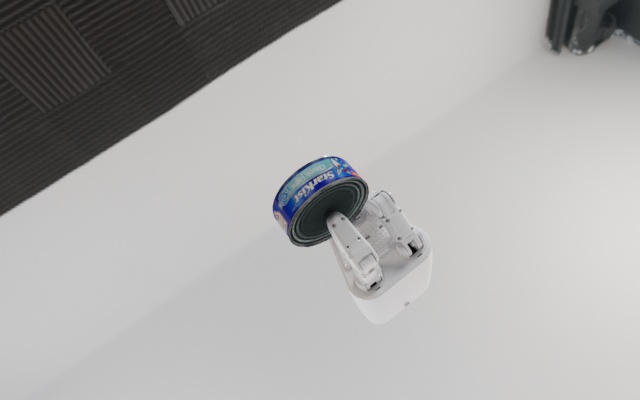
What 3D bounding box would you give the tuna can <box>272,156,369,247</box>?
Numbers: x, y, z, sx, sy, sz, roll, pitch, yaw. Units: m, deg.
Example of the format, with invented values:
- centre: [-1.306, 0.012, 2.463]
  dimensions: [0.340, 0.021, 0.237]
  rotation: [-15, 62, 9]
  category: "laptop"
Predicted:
- centre: [0.000, 0.001, 0.434]
  dimensions: [0.086, 0.086, 0.033]
  rotation: [0, 43, -48]
  category: "tuna can"
